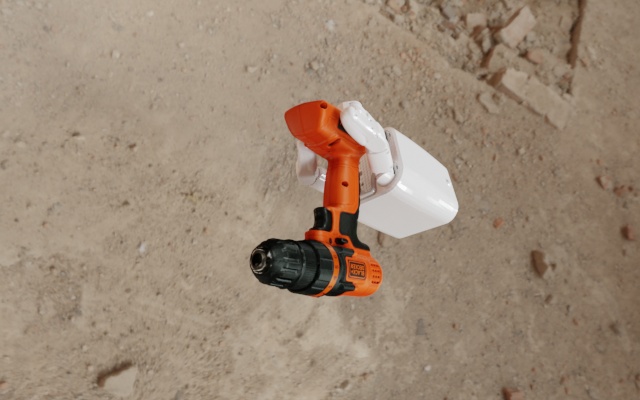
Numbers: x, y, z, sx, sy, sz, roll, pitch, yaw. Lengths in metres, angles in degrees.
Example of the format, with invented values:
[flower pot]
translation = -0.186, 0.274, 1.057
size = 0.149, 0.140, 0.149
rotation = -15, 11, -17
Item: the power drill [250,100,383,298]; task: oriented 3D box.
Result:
[power drill]
translation = 0.000, 0.001, 0.476
size = 0.057, 0.187, 0.184
rotation = -8, -17, 32
